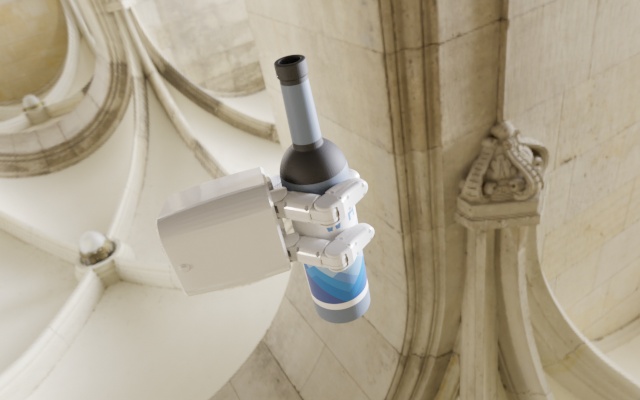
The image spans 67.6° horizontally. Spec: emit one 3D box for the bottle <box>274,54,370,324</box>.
[{"bbox_3d":[0.000,0.002,0.480,0.069,0.296,0.069,-8,35,6],"label":"bottle"}]
